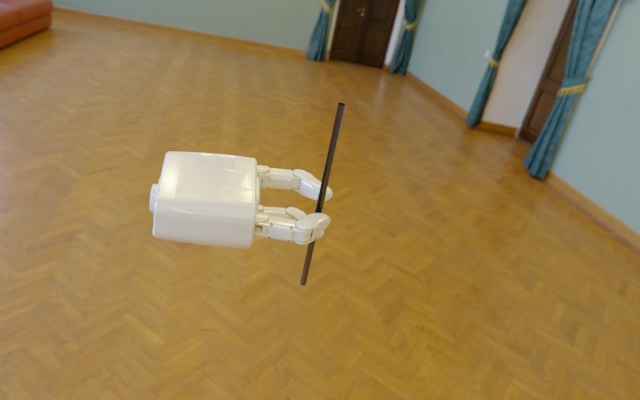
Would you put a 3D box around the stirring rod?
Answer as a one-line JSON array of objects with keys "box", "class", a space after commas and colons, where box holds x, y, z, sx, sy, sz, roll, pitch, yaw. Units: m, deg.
[{"box": [0.000, 0.002, 0.567, 0.011, 0.240, 0.011, 10, 26, -5], "class": "stirring rod"}]
